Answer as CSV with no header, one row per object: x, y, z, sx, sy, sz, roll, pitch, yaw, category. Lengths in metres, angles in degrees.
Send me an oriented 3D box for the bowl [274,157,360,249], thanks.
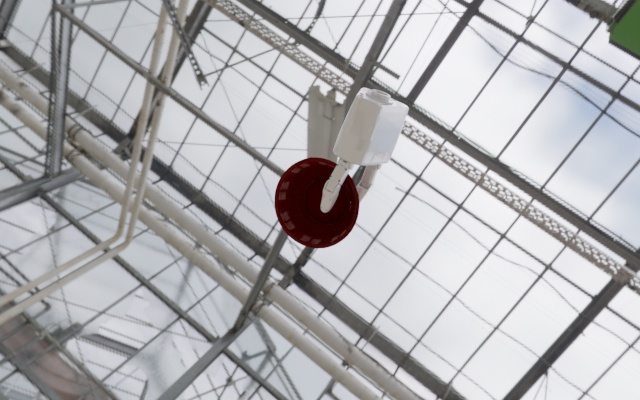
-0.001,0.004,0.863,0.162,0.162,0.055,0,5,22,bowl
